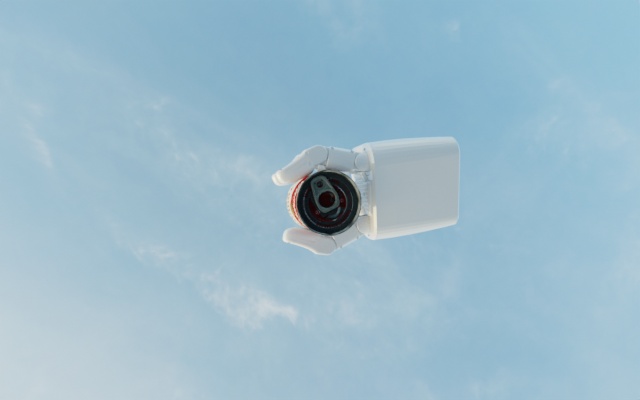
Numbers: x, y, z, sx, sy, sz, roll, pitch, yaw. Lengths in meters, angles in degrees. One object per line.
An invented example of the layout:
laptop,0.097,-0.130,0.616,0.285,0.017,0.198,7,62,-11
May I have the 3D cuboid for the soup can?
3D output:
soup can,0.000,0.002,0.533,0.068,0.068,0.102,0,1,-10
